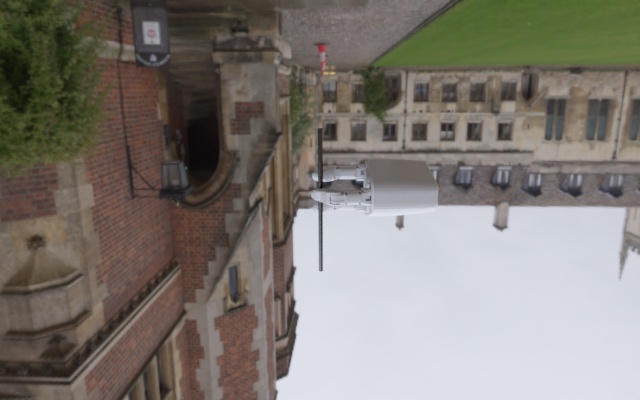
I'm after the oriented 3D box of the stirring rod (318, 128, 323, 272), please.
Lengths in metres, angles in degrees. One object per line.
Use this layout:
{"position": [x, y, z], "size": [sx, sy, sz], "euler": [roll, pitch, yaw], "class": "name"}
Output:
{"position": [0.000, 0.002, 0.785], "size": [0.011, 0.239, 0.011], "euler": [0, 13, 0], "class": "stirring rod"}
